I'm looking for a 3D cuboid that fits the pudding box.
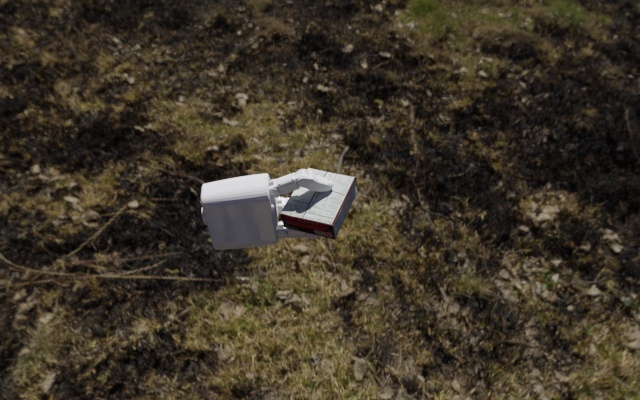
[{"bbox_3d":[0.000,0.002,0.761,0.090,0.113,0.039,13,-38,19],"label":"pudding box"}]
